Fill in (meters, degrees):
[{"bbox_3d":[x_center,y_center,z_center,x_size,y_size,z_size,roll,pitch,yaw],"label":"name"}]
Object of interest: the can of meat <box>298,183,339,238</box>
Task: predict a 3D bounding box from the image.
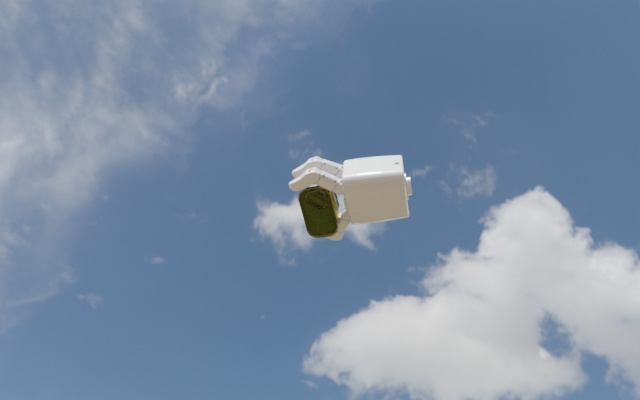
[{"bbox_3d":[0.000,0.003,0.878,0.057,0.102,0.084,-8,28,11],"label":"can of meat"}]
